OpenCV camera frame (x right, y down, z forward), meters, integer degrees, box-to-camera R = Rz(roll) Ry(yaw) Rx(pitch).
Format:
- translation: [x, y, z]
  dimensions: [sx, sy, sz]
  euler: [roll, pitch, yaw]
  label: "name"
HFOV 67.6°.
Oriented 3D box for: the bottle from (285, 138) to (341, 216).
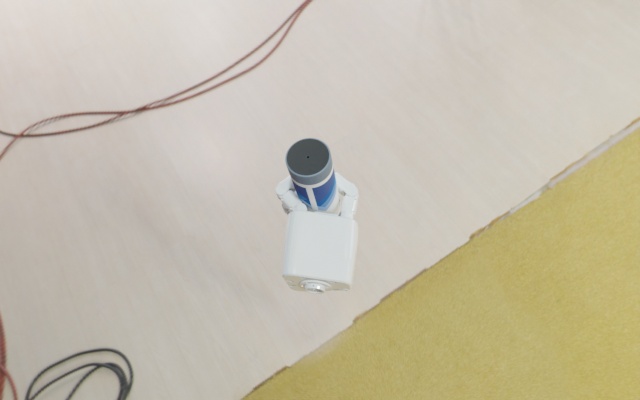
- translation: [0.000, 0.002, 0.814]
  dimensions: [0.069, 0.069, 0.296]
  euler: [0, -26, 8]
  label: "bottle"
